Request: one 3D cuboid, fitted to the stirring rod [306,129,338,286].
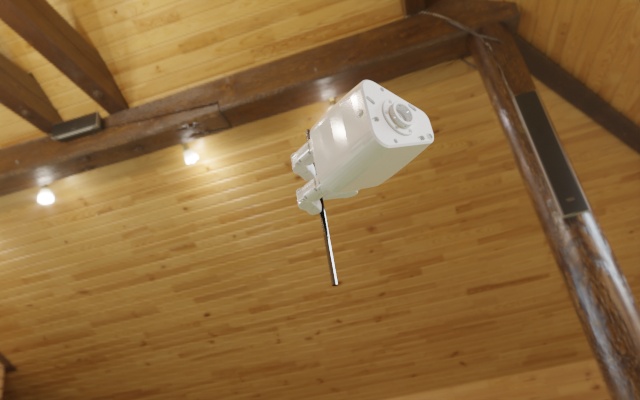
[{"bbox_3d":[0.000,0.002,0.668,0.011,0.239,0.011,-8,-25,-4],"label":"stirring rod"}]
